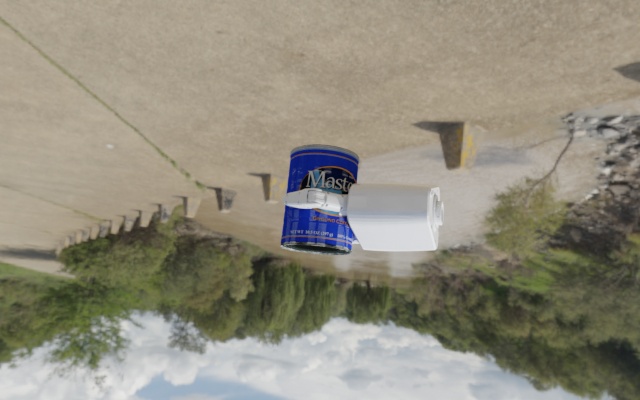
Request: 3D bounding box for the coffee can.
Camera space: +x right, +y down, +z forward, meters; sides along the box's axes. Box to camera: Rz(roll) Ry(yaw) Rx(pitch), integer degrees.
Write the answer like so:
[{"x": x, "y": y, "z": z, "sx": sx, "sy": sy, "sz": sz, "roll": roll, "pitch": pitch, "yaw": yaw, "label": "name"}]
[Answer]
[{"x": 0.000, "y": 0.002, "z": 0.689, "sx": 0.103, "sy": 0.140, "sz": 0.103, "roll": 5, "pitch": -13, "yaw": 1, "label": "coffee can"}]
